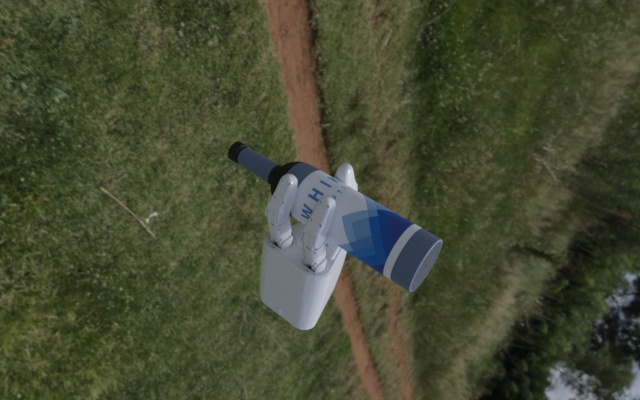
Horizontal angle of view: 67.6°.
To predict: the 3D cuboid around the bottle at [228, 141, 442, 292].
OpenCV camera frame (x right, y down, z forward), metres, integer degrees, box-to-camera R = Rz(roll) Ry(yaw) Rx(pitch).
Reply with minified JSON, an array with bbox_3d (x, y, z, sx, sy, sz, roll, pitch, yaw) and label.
[{"bbox_3d":[0.000,0.002,0.576,0.295,0.069,0.069,31,14,25],"label":"bottle"}]
